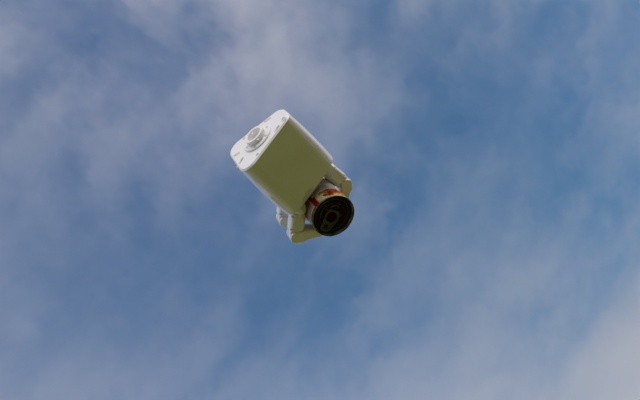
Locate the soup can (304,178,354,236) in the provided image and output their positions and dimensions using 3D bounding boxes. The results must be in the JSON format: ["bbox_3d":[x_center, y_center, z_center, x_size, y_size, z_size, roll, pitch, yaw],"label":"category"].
[{"bbox_3d":[0.000,0.003,0.746,0.068,0.068,0.102,0,25,-25],"label":"soup can"}]
